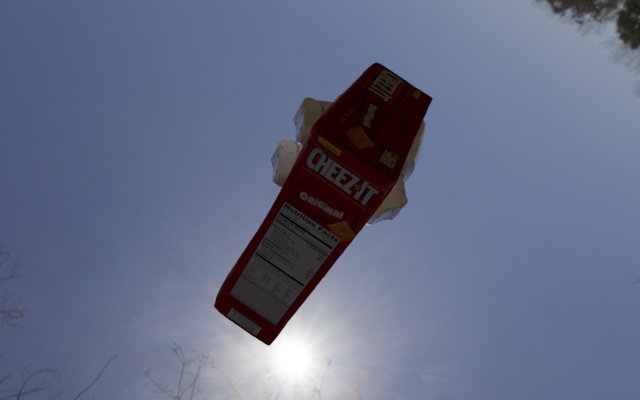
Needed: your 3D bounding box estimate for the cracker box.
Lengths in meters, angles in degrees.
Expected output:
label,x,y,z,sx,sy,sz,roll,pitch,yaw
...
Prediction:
label,x,y,z,sx,sy,sz,roll,pitch,yaw
cracker box,0.000,0.002,0.424,0.072,0.214,0.164,33,36,0
